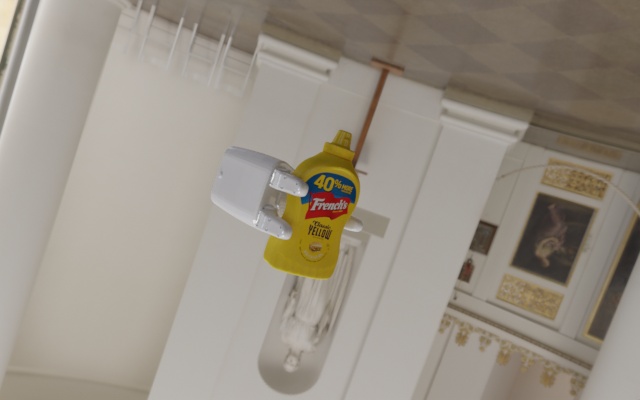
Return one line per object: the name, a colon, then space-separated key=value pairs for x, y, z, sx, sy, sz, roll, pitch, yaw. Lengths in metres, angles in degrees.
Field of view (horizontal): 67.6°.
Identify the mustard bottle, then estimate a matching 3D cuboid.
mustard bottle: x=0.000 y=0.002 z=0.617 sx=0.096 sy=0.191 sz=0.058 roll=17 pitch=5 yaw=-28
